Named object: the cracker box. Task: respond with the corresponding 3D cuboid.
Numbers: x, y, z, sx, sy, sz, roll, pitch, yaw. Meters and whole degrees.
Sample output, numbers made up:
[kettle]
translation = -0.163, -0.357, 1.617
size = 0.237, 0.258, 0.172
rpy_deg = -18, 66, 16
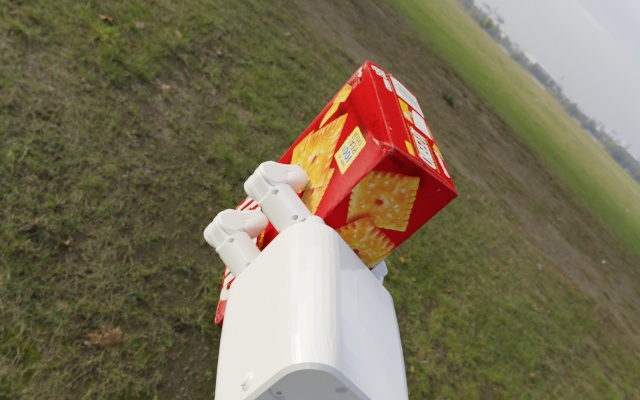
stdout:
[cracker box]
translation = 0.000, 0.001, 0.414
size = 0.072, 0.214, 0.164
rpy_deg = 33, 29, -22
